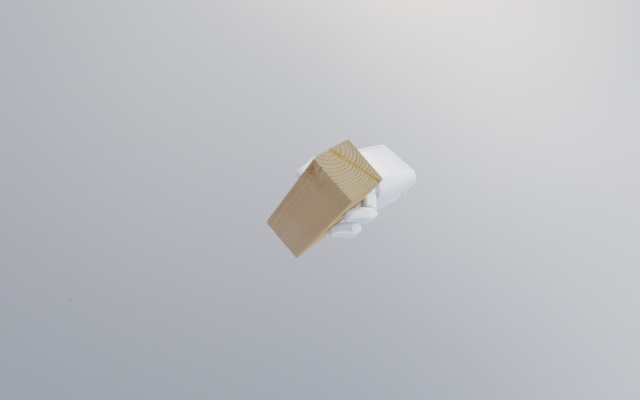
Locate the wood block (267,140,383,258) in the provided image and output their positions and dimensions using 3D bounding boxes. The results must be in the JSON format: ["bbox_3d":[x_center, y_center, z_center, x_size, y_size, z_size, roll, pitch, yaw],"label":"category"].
[{"bbox_3d":[0.000,0.002,0.817,0.090,0.091,0.206,-33,-10,-41],"label":"wood block"}]
